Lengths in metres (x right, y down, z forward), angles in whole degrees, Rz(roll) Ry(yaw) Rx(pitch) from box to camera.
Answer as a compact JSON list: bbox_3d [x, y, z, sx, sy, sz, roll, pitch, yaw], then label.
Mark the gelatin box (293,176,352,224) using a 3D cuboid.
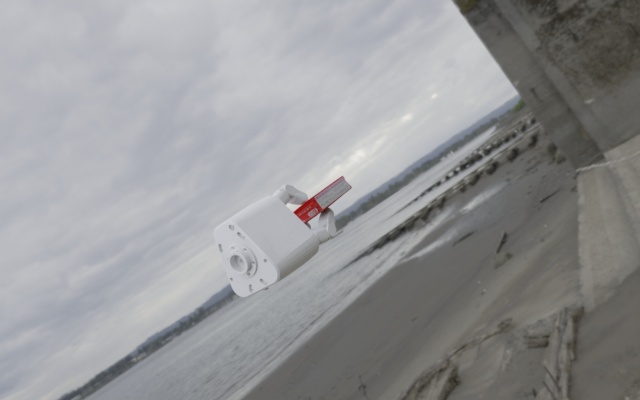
[{"bbox_3d":[0.000,0.002,0.786,0.089,0.030,0.073,-38,1,-43],"label":"gelatin box"}]
